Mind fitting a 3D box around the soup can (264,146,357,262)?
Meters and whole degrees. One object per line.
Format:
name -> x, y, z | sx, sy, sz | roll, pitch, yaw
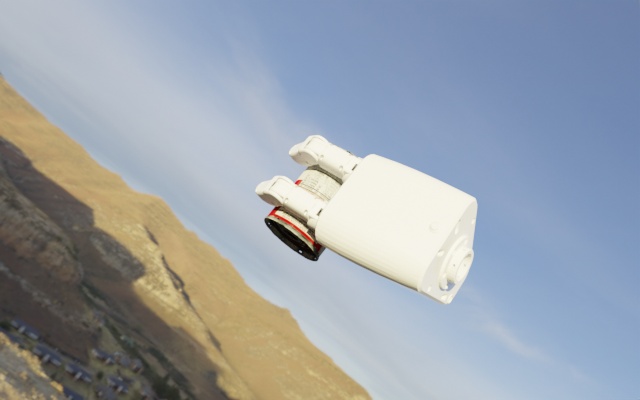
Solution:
soup can -> 0.000, 0.001, 0.490 | 0.068, 0.102, 0.068 | 34, -18, 13
